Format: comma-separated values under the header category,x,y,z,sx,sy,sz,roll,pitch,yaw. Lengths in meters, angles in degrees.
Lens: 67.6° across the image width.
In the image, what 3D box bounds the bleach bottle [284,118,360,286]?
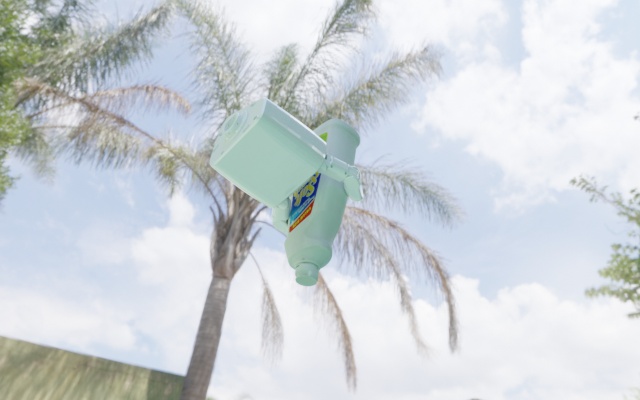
category,x,y,z,sx,sy,sz,roll,pitch,yaw
bleach bottle,0.000,0.002,0.682,0.068,0.250,0.102,34,-45,-30
